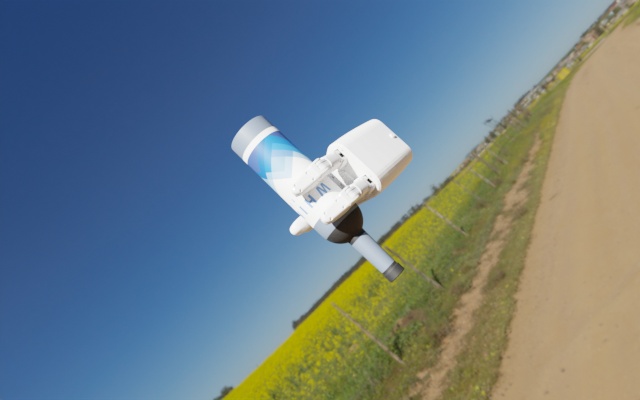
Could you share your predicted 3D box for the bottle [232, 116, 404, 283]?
[{"bbox_3d":[0.000,0.002,0.672,0.295,0.069,0.069,44,8,9],"label":"bottle"}]
